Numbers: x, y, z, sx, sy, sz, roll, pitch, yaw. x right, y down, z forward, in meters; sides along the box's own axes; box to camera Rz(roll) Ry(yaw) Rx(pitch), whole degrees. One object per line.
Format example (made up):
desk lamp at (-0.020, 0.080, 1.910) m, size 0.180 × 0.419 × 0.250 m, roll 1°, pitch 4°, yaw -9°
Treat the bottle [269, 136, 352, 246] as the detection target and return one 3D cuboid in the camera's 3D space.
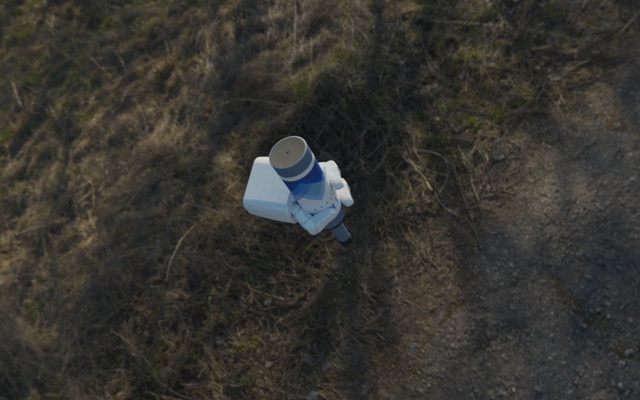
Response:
bottle at (0.000, 0.003, 0.870) m, size 0.069 × 0.069 × 0.296 m, roll 0°, pitch -33°, yaw 25°
